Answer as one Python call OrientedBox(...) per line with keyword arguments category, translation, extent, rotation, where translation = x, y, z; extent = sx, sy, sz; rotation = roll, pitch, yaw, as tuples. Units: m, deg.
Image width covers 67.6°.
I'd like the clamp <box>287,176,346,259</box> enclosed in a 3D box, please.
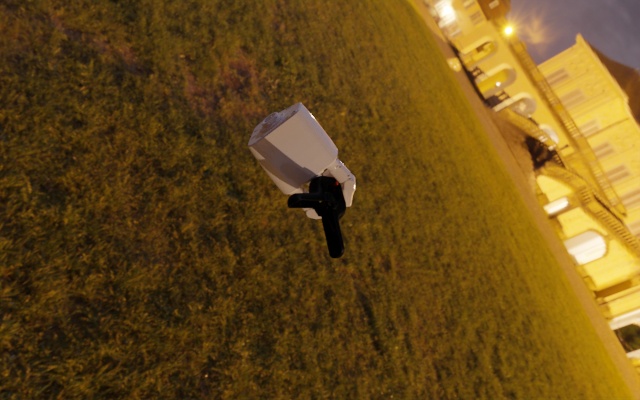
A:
OrientedBox(category="clamp", translation=(0.001, 0.002, 0.763), extent=(0.039, 0.120, 0.171), rotation=(-28, 27, 20))
